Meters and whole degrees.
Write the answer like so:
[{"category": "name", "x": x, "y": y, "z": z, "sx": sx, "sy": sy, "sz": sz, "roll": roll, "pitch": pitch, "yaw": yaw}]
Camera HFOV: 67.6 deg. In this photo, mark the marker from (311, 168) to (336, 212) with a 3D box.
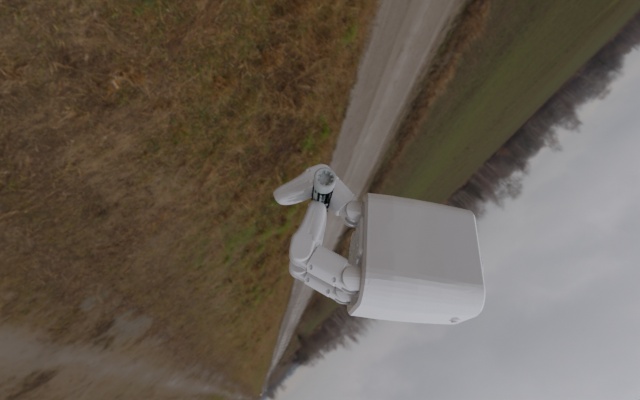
[{"category": "marker", "x": 0.000, "y": 0.002, "z": 0.452, "sx": 0.020, "sy": 0.020, "sz": 0.121, "roll": 0, "pitch": -20, "yaw": -4}]
